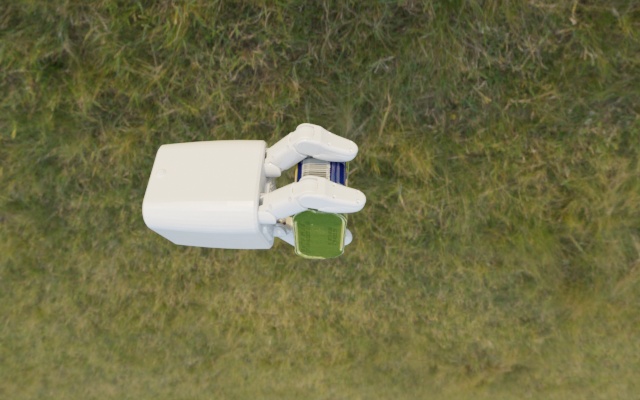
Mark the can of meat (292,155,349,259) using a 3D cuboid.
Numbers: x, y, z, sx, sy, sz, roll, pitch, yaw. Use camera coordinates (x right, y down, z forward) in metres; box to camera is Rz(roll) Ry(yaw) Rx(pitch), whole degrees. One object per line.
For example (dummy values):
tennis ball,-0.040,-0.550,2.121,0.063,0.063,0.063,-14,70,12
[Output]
can of meat,0.000,0.002,0.487,0.057,0.084,0.102,2,-33,1
